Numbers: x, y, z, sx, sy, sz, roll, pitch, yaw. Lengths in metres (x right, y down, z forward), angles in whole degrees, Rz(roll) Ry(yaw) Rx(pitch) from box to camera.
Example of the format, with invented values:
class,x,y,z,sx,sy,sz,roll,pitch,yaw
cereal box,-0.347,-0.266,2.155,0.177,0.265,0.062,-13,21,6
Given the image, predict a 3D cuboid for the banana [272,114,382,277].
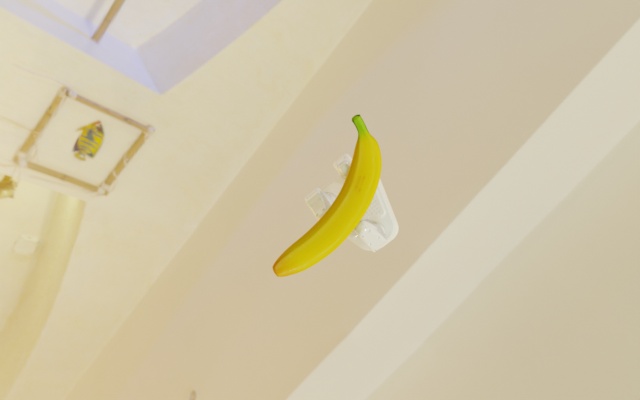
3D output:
class,x,y,z,sx,sy,sz,roll,pitch,yaw
banana,0.018,0.007,0.534,0.069,0.198,0.037,26,5,-17
